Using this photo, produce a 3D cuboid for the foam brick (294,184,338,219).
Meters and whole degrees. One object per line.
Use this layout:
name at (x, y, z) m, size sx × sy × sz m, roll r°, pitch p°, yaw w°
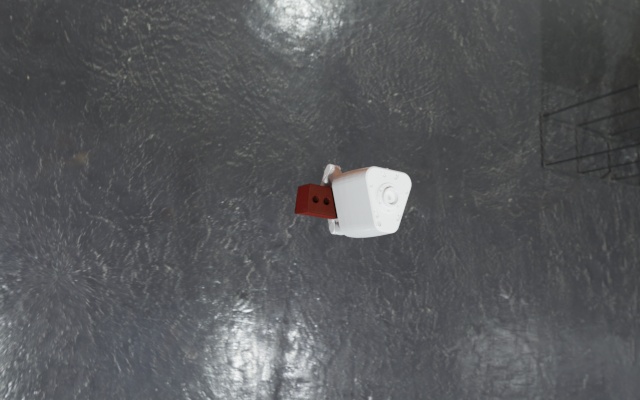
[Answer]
foam brick at (0.000, 0.003, 0.871) m, size 0.078 × 0.053 × 0.051 m, roll 9°, pitch -9°, yaw -27°
